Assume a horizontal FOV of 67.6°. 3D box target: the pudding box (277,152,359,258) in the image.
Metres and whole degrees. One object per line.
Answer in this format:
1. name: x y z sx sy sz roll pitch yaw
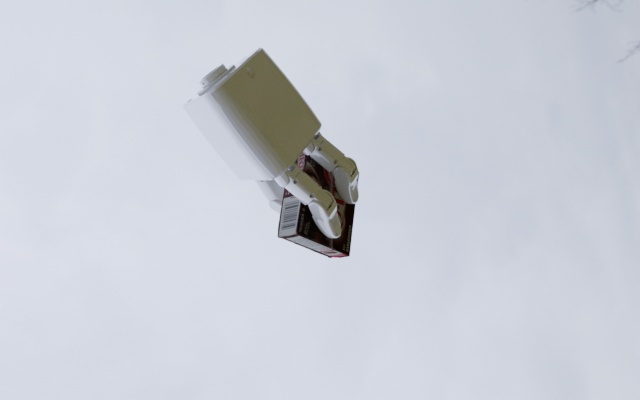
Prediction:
1. pudding box: 0.000 0.002 0.560 0.039 0.113 0.090 -10 -27 44
